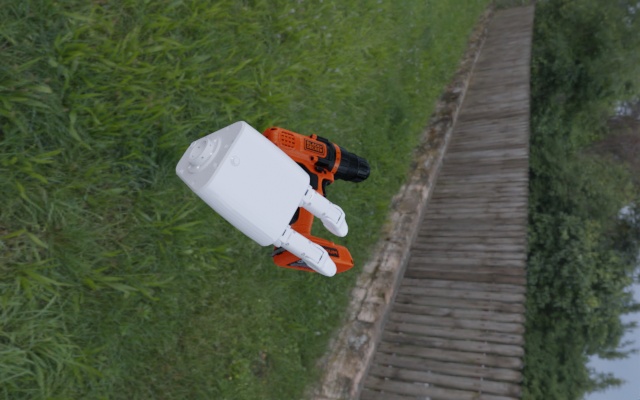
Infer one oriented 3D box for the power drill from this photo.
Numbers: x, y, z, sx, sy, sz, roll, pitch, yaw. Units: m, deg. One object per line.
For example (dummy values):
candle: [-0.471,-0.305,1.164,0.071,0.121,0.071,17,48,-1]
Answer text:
power drill: [0.000,0.002,0.654,0.184,0.187,0.057,13,-28,-33]
